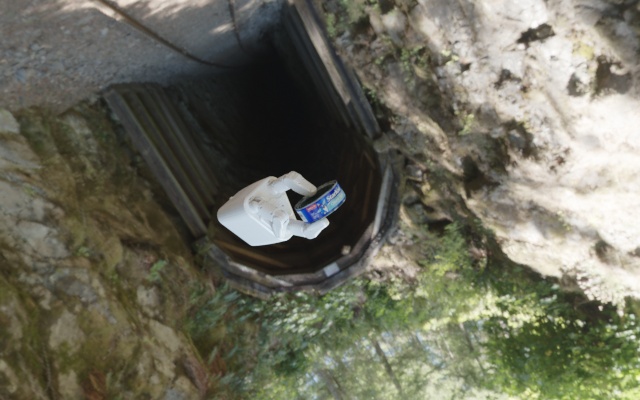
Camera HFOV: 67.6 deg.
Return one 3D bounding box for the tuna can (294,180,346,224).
[{"bbox_3d":[0.000,0.003,0.812,0.086,0.034,0.086,-33,12,8],"label":"tuna can"}]
